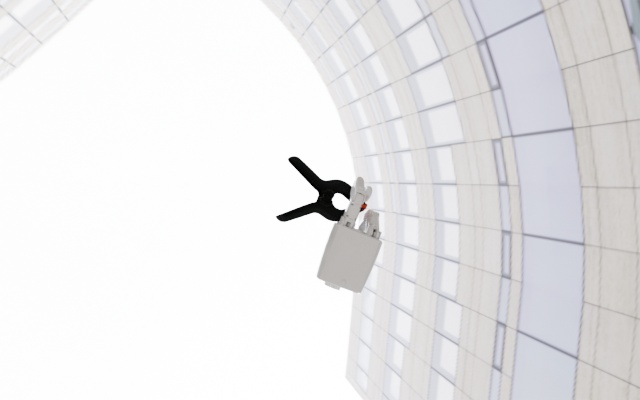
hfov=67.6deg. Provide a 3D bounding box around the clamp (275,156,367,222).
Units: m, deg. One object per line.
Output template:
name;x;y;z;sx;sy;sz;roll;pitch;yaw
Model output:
clamp;0.000;0.003;0.874;0.171;0.120;0.039;22;-3;-15
